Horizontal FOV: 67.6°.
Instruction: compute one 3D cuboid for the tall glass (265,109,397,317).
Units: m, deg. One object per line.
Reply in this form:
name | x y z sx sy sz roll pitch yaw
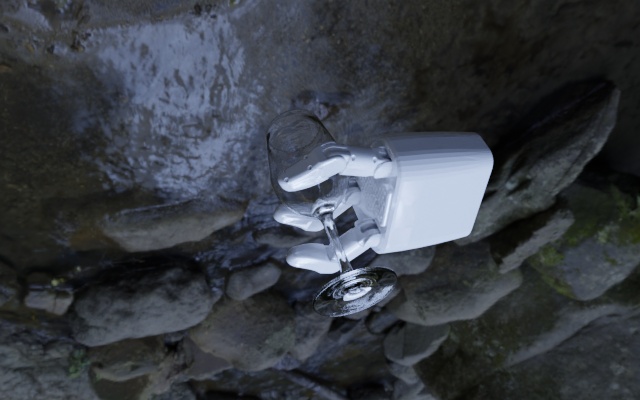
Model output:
tall glass | 0.000 0.002 0.450 0.079 0.201 0.079 -14 -36 -10
